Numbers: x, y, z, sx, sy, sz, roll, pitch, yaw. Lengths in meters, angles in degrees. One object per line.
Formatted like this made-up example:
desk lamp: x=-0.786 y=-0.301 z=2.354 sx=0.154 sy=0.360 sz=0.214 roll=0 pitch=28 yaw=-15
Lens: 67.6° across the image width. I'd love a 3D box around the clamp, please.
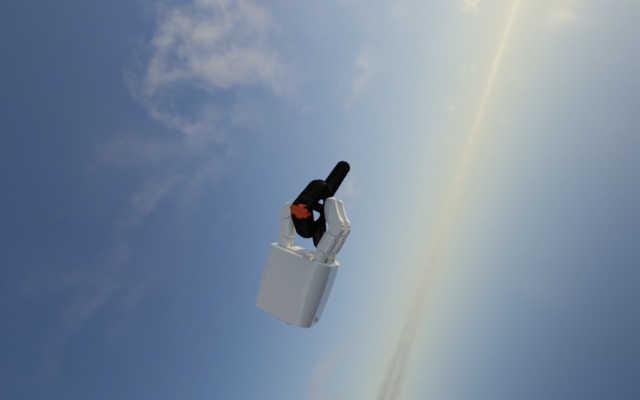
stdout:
clamp: x=-0.001 y=0.002 z=0.776 sx=0.036 sy=0.164 sz=0.210 roll=17 pitch=0 yaw=15
